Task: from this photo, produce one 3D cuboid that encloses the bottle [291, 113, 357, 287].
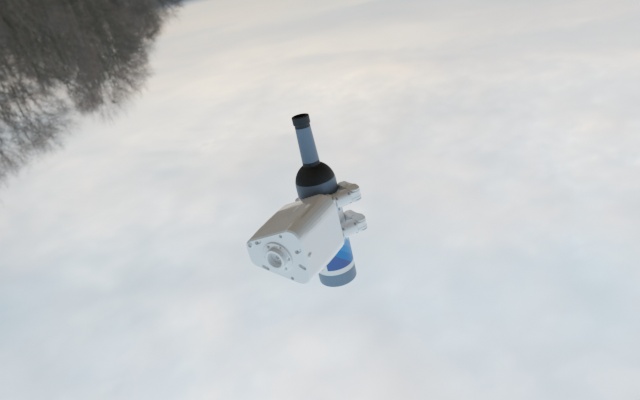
[{"bbox_3d":[0.000,0.003,0.782,0.069,0.296,0.069,-11,24,5],"label":"bottle"}]
